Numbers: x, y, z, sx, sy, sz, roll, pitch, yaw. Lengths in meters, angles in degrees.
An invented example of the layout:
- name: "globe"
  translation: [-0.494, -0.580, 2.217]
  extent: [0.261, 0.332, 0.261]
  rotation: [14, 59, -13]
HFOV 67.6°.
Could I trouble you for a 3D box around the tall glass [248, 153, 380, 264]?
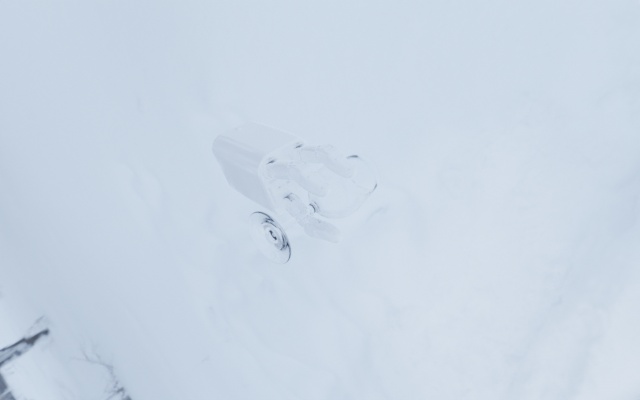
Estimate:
- name: "tall glass"
  translation: [0.000, 0.003, 0.649]
  extent: [0.079, 0.079, 0.201]
  rotation: [0, 26, 47]
